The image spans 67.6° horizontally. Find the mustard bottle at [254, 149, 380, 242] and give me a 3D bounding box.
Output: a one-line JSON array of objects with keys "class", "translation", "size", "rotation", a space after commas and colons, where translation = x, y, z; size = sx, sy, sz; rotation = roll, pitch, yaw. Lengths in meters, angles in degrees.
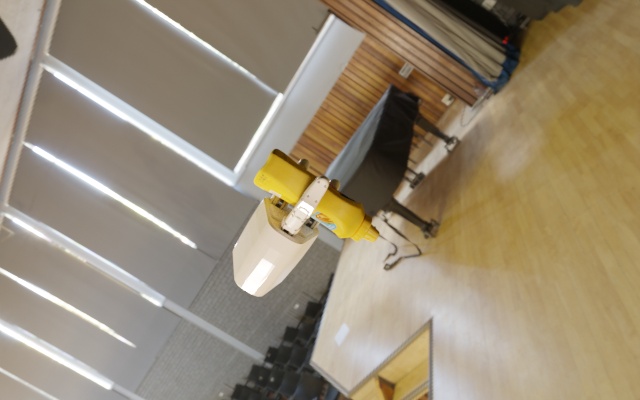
[{"class": "mustard bottle", "translation": [0.000, 0.002, 0.674], "size": [0.191, 0.058, 0.096], "rotation": [33, -10, -7]}]
